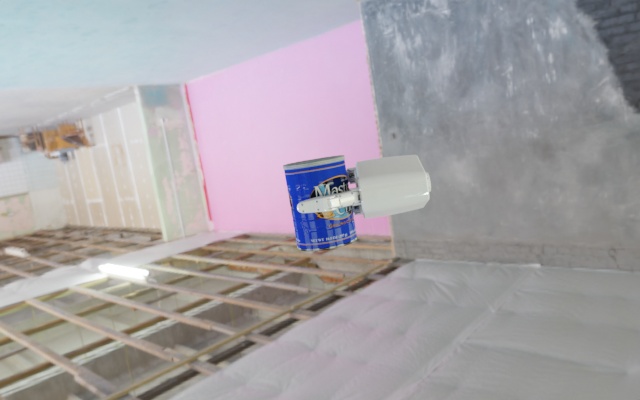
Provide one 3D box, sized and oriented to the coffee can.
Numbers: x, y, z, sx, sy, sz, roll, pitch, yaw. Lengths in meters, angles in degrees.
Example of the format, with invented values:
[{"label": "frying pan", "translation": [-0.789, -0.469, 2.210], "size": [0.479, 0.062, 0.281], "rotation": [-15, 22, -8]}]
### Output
[{"label": "coffee can", "translation": [0.000, 0.002, 0.788], "size": [0.103, 0.140, 0.103], "rotation": [-9, 7, 1]}]
